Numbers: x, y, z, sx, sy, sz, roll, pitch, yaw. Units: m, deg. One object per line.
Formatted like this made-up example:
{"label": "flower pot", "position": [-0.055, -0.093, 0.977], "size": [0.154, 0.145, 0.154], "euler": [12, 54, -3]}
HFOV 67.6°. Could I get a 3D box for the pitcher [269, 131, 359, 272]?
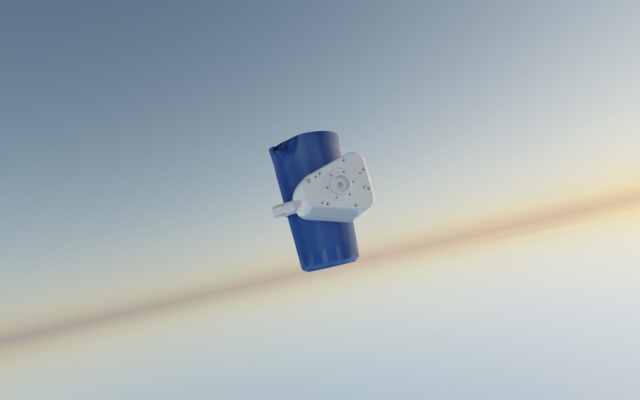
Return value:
{"label": "pitcher", "position": [0.000, 0.003, 0.887], "size": [0.149, 0.243, 0.145], "euler": [-11, -8, -11]}
